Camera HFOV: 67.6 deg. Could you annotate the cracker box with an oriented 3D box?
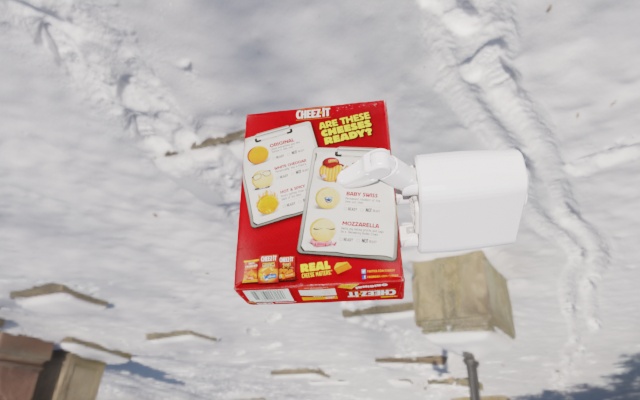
[{"bbox_3d":[0.000,0.002,0.520,0.164,0.213,0.072,-5,-29,6],"label":"cracker box"}]
